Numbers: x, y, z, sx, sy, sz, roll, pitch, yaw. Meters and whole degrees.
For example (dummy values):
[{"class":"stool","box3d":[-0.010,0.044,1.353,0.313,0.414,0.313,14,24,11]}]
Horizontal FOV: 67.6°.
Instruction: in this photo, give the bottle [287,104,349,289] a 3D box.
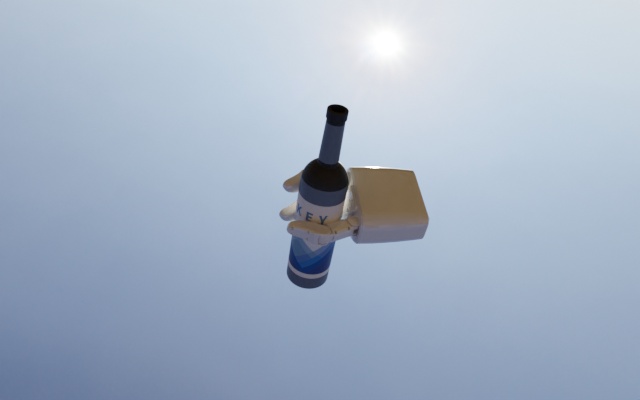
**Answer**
[{"class":"bottle","box3d":[0.000,0.002,0.676,0.069,0.296,0.069,7,38,-5]}]
